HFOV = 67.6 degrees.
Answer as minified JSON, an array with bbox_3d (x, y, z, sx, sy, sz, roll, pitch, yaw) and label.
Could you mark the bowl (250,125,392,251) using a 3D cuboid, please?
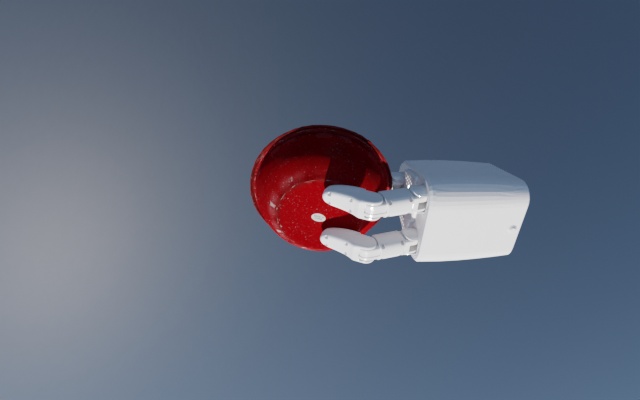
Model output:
[{"bbox_3d":[-0.001,0.002,0.522,0.162,0.162,0.055,0,34,2],"label":"bowl"}]
